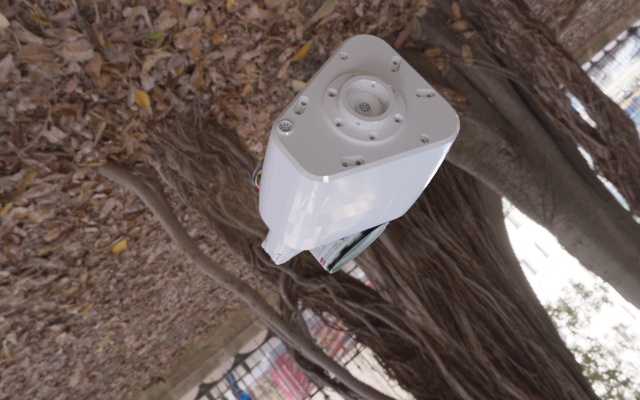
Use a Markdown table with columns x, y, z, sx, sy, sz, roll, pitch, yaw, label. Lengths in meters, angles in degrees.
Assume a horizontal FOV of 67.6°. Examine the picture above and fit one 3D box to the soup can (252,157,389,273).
| x | y | z | sx | sy | sz | roll | pitch | yaw | label |
| --- | --- | --- | --- | --- | --- | --- | --- | --- | --- |
| 0.000 | 0.002 | 0.402 | 0.068 | 0.102 | 0.068 | -38 | -14 | -11 | soup can |
